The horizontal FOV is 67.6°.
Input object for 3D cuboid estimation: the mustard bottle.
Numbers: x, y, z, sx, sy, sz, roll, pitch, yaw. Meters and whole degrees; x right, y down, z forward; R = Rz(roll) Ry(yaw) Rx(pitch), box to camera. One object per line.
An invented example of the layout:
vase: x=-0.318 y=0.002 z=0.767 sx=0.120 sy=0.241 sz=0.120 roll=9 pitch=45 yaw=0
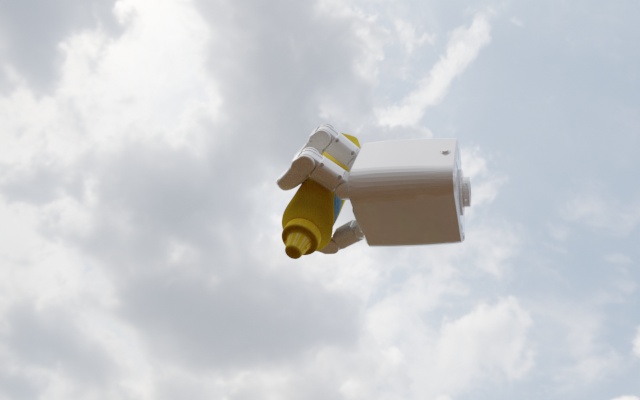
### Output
mustard bottle: x=0.000 y=0.002 z=0.554 sx=0.058 sy=0.096 sz=0.191 roll=18 pitch=37 yaw=7
